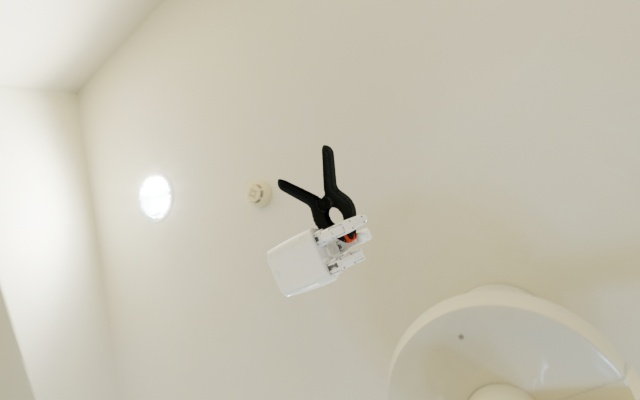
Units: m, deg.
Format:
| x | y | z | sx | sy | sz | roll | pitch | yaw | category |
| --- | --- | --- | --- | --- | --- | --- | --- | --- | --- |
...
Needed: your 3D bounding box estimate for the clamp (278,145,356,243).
| x | y | z | sx | sy | sz | roll | pitch | yaw | category |
| --- | --- | --- | --- | --- | --- | --- | --- | --- | --- |
| 0.001 | 0.003 | 0.837 | 0.120 | 0.171 | 0.039 | -26 | -4 | 28 | clamp |
